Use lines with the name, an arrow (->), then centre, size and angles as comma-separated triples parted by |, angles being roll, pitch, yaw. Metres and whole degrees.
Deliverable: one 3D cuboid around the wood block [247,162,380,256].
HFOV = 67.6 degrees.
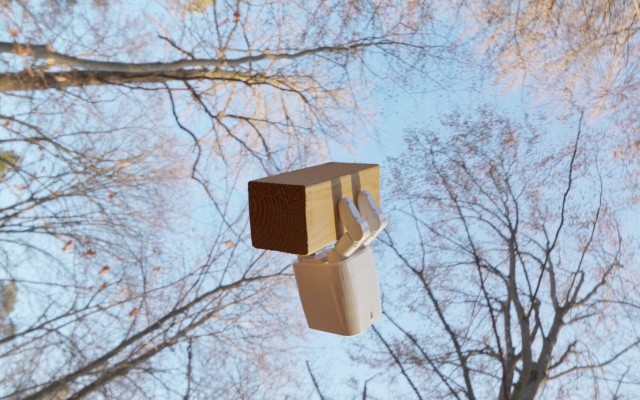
wood block -> 0.000, 0.003, 0.671 | 0.091, 0.090, 0.206 | 4, 13, 31
